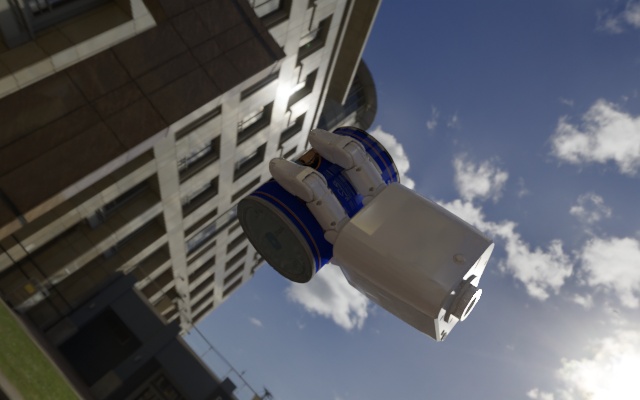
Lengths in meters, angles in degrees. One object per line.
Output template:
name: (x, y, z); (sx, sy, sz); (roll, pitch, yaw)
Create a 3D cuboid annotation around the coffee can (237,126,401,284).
coffee can: (0.000, 0.002, 0.494); (0.140, 0.103, 0.103); (-40, 22, -29)
